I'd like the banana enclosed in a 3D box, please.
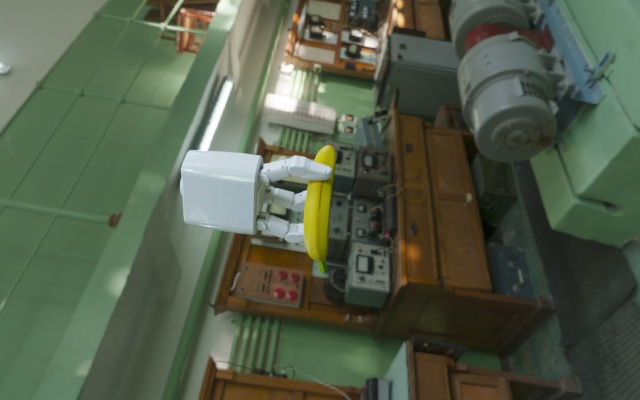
[{"bbox_3d":[-0.001,-0.001,0.684,0.037,0.197,0.070,4,-19,5],"label":"banana"}]
